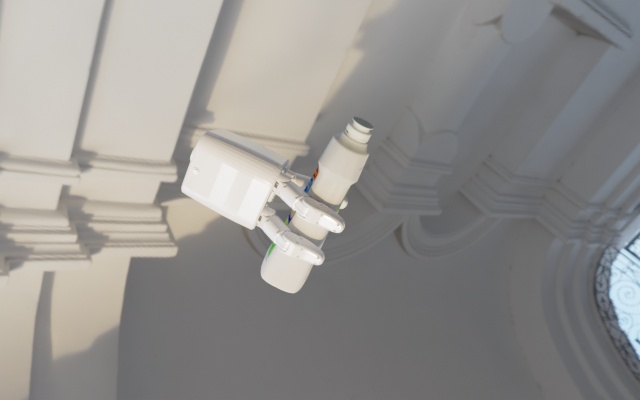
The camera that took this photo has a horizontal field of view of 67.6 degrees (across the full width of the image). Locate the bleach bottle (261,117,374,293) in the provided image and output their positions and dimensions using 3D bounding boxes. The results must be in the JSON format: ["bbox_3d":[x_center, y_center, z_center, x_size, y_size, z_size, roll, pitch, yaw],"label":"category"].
[{"bbox_3d":[0.000,0.002,0.635,0.068,0.251,0.102,27,27,-3],"label":"bleach bottle"}]
